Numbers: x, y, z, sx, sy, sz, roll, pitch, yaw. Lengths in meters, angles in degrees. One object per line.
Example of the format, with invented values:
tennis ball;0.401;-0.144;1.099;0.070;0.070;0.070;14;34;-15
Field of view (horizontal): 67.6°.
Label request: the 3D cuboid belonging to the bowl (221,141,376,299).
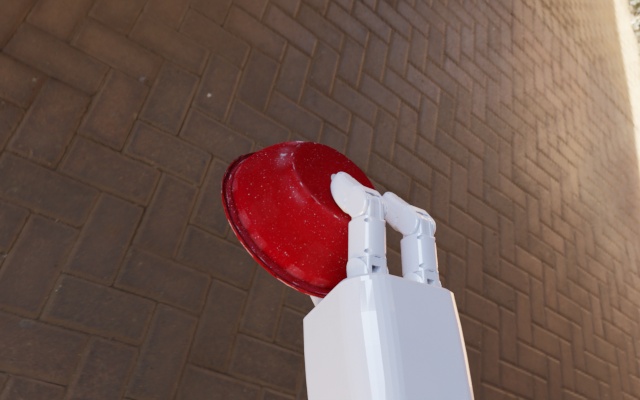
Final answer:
bowl;0.000;0.000;0.410;0.162;0.162;0.055;0;-39;-47
